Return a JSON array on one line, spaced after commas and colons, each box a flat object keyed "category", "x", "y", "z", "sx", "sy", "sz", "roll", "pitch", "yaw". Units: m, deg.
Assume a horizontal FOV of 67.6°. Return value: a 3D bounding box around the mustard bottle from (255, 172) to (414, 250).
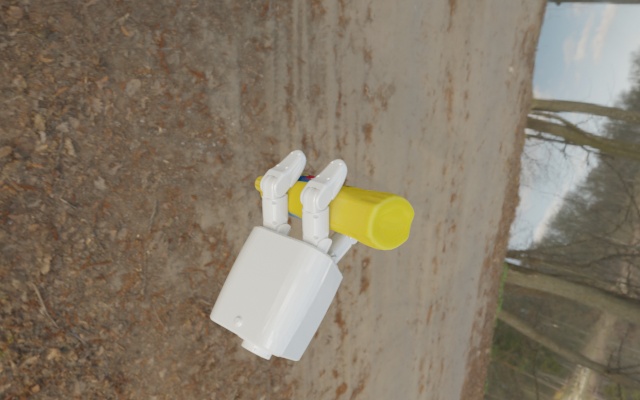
[{"category": "mustard bottle", "x": 0.000, "y": 0.001, "z": 0.533, "sx": 0.191, "sy": 0.058, "sz": 0.096, "roll": 16, "pitch": 6, "yaw": 35}]
